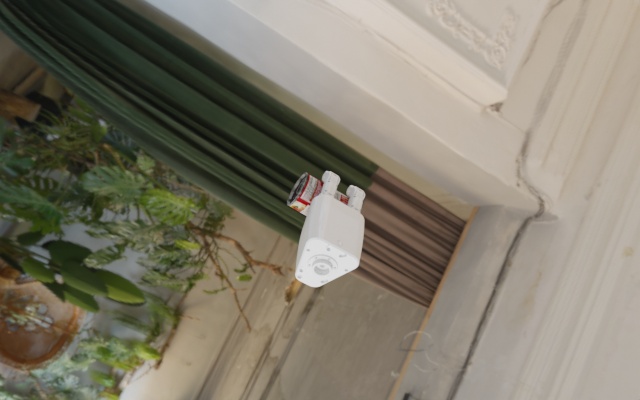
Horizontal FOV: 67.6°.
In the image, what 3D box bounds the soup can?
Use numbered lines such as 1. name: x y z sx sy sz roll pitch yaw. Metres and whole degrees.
1. soup can: 0.000 0.003 0.865 0.102 0.068 0.068 29 -8 -15
